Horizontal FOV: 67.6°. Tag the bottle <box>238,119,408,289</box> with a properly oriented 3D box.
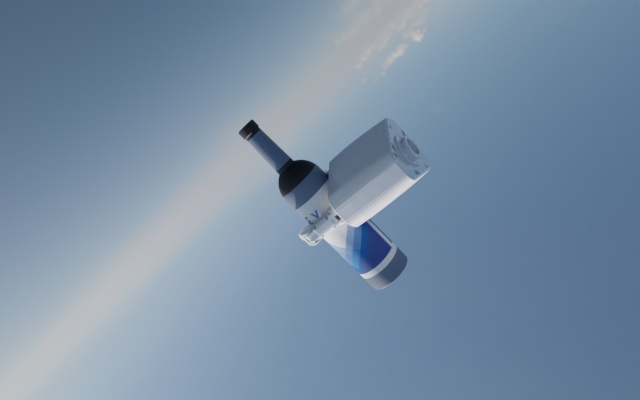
[{"bbox_3d":[0.000,0.002,0.671,0.296,0.069,0.069,45,-10,-10],"label":"bottle"}]
